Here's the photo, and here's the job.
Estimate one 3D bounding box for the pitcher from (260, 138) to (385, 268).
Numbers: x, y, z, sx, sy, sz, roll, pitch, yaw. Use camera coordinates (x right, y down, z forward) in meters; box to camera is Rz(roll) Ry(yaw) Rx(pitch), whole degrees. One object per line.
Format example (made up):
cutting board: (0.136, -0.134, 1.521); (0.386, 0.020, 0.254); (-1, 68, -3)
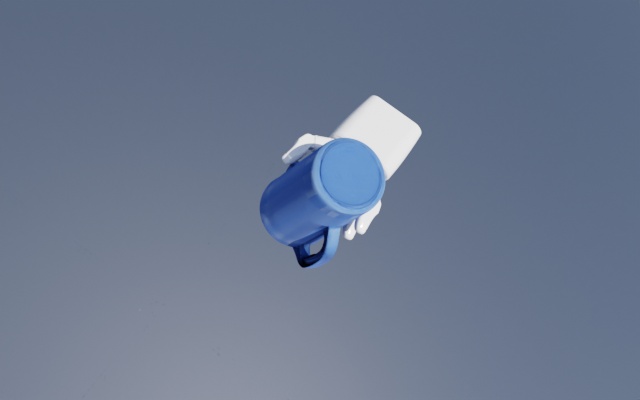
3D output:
pitcher: (0.000, 0.002, 0.733); (0.145, 0.149, 0.243); (-48, 7, -23)
